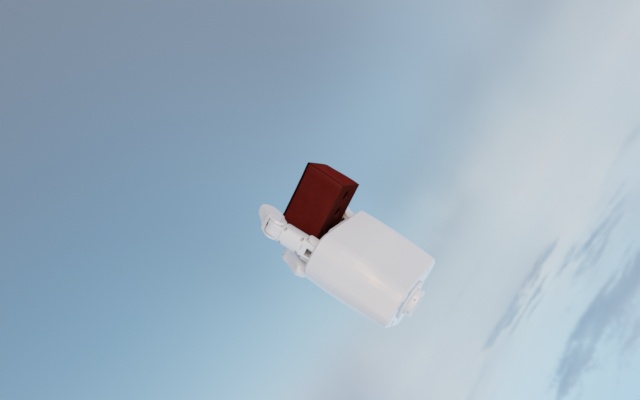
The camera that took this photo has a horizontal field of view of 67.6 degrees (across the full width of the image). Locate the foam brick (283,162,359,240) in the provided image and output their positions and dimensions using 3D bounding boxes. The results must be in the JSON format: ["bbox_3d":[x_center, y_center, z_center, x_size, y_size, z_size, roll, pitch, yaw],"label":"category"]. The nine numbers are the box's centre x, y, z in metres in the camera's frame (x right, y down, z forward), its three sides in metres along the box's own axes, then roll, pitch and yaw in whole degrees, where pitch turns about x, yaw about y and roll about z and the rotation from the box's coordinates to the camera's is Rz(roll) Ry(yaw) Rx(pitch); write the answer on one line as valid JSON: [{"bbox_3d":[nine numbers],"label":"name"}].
[{"bbox_3d":[0.000,0.002,0.555,0.051,0.078,0.053,32,16,21],"label":"foam brick"}]
